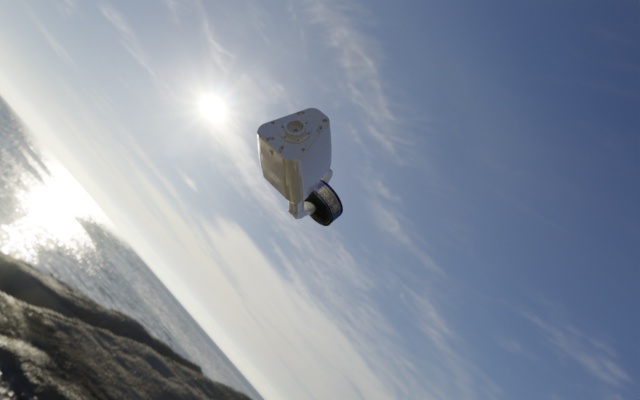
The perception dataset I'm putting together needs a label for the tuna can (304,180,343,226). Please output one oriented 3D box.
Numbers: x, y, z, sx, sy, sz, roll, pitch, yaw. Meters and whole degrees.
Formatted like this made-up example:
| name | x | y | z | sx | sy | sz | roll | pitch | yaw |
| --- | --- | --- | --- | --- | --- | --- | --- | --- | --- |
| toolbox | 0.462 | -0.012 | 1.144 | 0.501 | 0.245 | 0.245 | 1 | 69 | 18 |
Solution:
| name | x | y | z | sx | sy | sz | roll | pitch | yaw |
| --- | --- | --- | --- | --- | --- | --- | --- | --- | --- |
| tuna can | 0.001 | 0.003 | 0.867 | 0.033 | 0.086 | 0.086 | -39 | 18 | -25 |
